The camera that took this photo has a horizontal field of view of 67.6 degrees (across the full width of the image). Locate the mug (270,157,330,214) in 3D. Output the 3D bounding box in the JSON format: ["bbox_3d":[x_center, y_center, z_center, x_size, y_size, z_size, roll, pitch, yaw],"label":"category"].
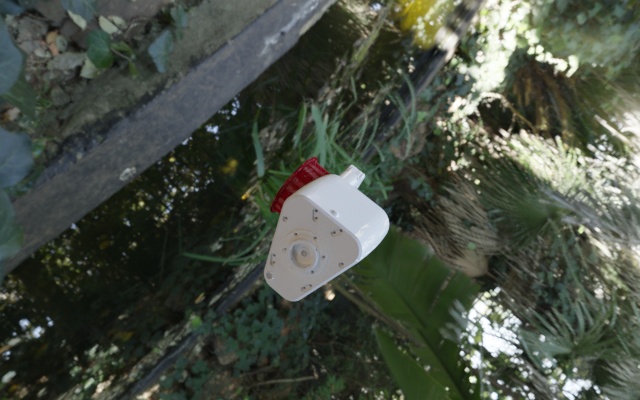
[{"bbox_3d":[0.001,0.002,0.627,0.081,0.093,0.117,40,23,9],"label":"mug"}]
